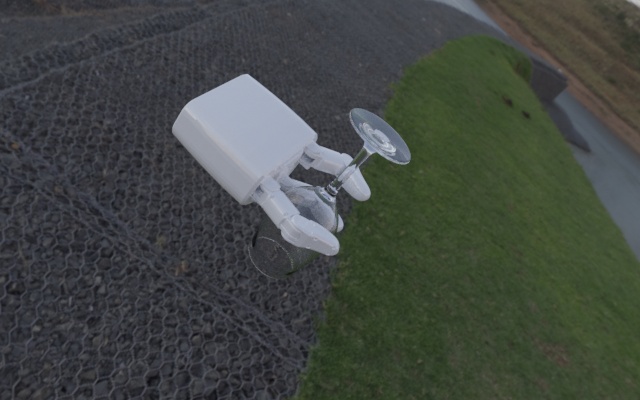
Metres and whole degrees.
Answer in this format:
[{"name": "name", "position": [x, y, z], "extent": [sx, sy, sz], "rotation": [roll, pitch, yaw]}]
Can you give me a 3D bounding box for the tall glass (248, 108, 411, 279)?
[{"name": "tall glass", "position": [0.001, 0.001, 0.503], "extent": [0.079, 0.079, 0.201], "rotation": [0, -41, -49]}]
